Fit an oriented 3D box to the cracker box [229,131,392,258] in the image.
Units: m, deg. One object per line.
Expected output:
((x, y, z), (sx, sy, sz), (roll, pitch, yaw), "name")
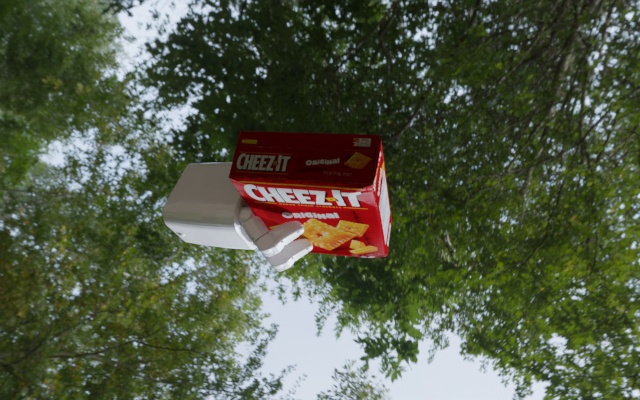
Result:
((0.000, 0.002, 0.604), (0.164, 0.072, 0.214), (3, -26, 14), "cracker box")
